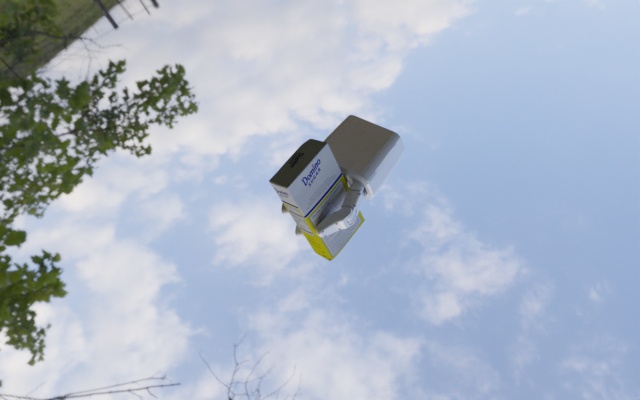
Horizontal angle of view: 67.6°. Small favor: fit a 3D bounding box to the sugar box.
[{"bbox_3d":[0.000,0.002,0.712,0.048,0.093,0.176,20,-29,42],"label":"sugar box"}]
